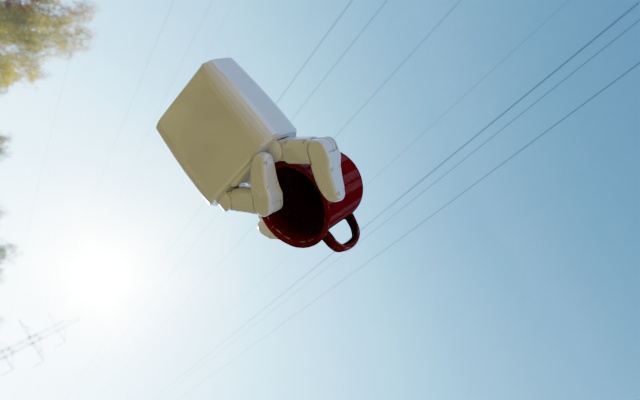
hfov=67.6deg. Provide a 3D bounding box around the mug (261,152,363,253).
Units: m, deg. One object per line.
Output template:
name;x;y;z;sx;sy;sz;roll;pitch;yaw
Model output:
mug;0.001;0.003;0.506;0.081;0.117;0.093;-30;-12;-49
